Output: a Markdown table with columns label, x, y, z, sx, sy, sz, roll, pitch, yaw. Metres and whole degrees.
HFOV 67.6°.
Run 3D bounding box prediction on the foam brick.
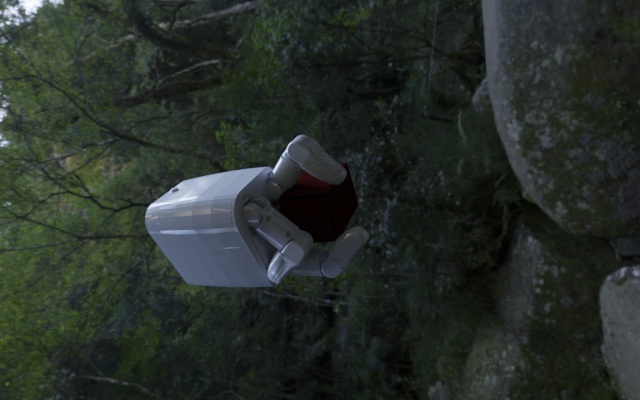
| label | x | y | z | sx | sy | sz | roll | pitch | yaw |
| --- | --- | --- | --- | --- | --- | --- | --- | --- | --- |
| foam brick | 0.000 | 0.002 | 0.482 | 0.051 | 0.053 | 0.078 | -7 | 23 | 22 |
